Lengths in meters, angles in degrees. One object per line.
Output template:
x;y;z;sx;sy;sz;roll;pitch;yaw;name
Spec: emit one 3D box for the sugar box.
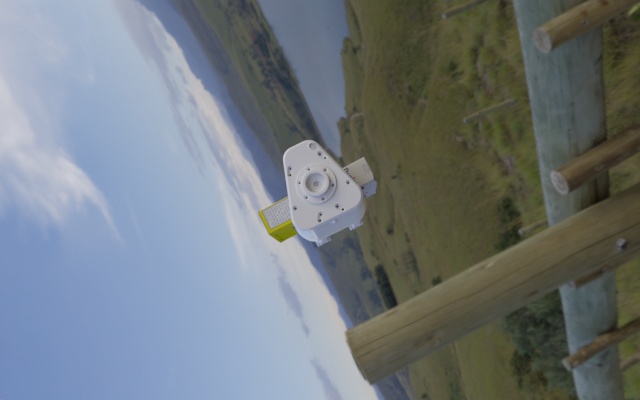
0.000;0.003;0.729;0.176;0.048;0.093;-25;-14;1;sugar box
